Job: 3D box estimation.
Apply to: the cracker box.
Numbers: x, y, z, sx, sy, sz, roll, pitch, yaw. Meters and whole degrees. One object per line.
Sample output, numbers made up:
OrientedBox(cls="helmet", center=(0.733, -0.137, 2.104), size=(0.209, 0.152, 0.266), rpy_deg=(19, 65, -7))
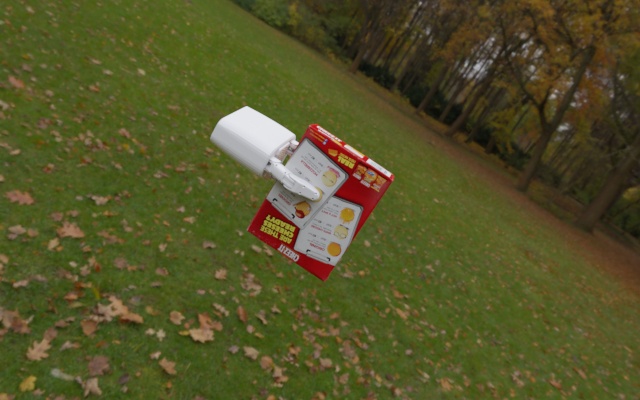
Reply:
OrientedBox(cls="cracker box", center=(0.000, 0.003, 0.816), size=(0.164, 0.214, 0.072), rpy_deg=(33, 16, 3))
